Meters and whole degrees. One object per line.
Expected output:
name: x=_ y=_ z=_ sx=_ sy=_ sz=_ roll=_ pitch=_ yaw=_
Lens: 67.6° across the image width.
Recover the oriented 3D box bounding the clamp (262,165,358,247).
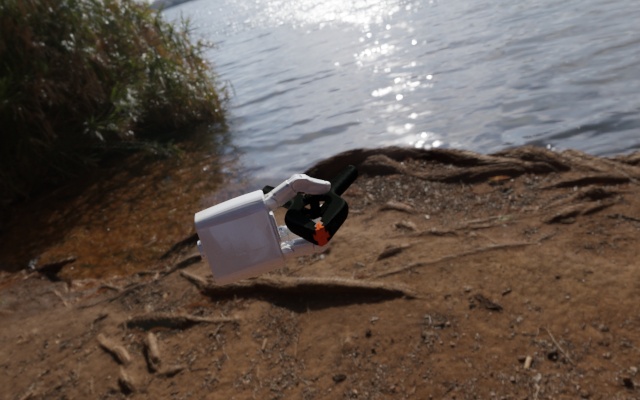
clamp: x=0.000 y=0.002 z=0.725 sx=0.164 sy=0.036 sz=0.210 roll=-17 pitch=25 yaw=-6
